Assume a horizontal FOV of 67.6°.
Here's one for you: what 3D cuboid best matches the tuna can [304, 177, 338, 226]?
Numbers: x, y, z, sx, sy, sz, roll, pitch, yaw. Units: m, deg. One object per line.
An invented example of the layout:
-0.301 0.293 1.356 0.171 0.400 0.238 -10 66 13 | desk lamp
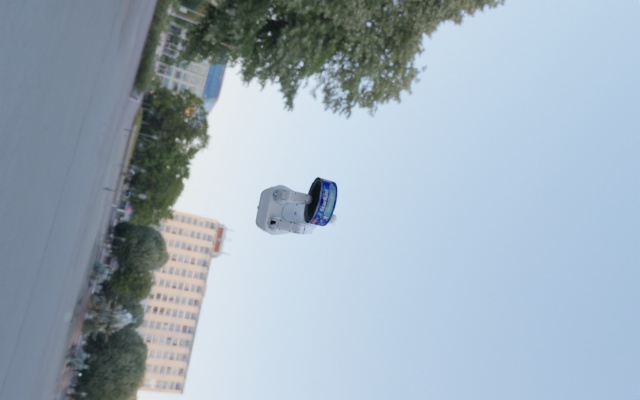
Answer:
0.001 0.003 0.860 0.034 0.086 0.086 14 -4 -16 | tuna can
